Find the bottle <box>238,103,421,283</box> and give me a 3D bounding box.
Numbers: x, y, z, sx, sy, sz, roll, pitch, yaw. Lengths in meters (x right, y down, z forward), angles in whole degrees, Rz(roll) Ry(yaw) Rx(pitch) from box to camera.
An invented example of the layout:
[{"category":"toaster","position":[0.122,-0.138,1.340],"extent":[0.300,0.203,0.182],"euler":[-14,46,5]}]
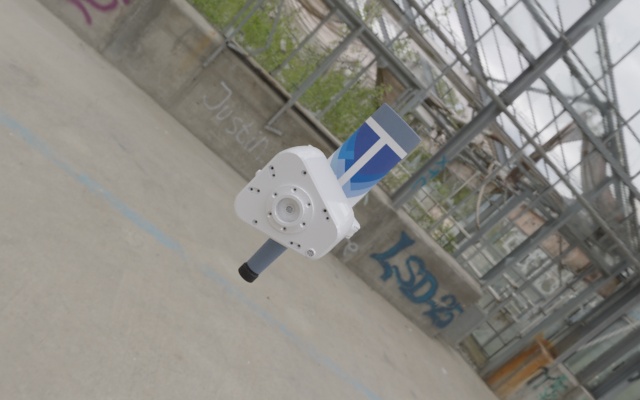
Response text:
[{"category":"bottle","position":[0.000,0.002,0.626],"extent":[0.296,0.069,0.069],"euler":[-44,-11,11]}]
